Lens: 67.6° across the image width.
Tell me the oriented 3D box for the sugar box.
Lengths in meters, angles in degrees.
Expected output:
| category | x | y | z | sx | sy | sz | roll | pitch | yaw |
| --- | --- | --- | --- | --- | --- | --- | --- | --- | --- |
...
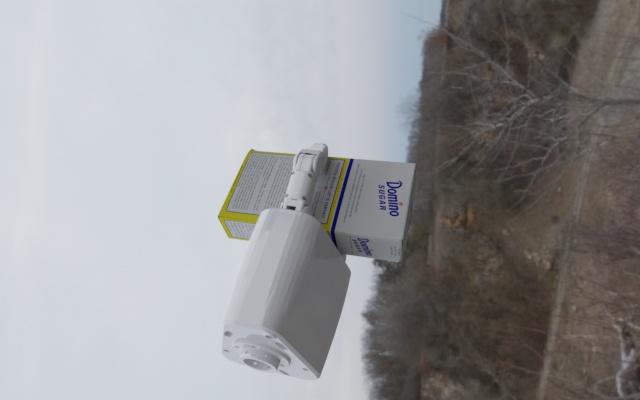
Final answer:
| category | x | y | z | sx | sy | sz | roll | pitch | yaw |
| --- | --- | --- | --- | --- | --- | --- | --- | --- | --- |
| sugar box | 0.000 | 0.002 | 0.468 | 0.176 | 0.093 | 0.048 | 9 | -35 | 13 |
